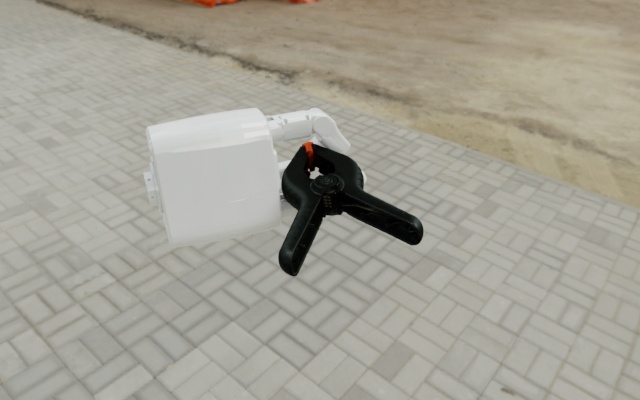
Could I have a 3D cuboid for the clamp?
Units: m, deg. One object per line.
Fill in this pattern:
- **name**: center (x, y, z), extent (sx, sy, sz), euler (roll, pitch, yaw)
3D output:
- **clamp**: center (0.000, 0.001, 0.435), extent (0.120, 0.039, 0.171), euler (-14, 35, -19)
